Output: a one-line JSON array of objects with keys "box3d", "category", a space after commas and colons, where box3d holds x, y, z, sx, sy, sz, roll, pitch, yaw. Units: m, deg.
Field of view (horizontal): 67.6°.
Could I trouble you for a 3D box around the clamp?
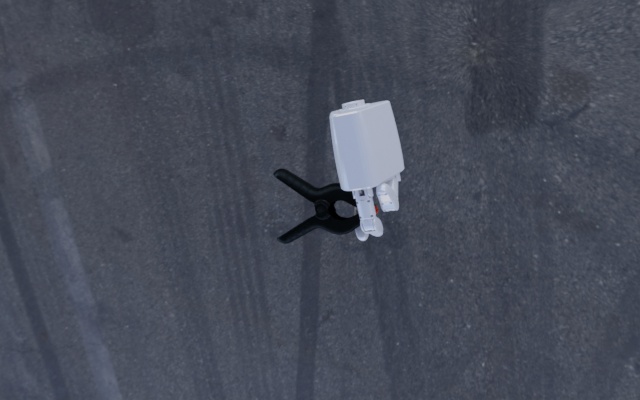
[{"box3d": [0.000, 0.003, 0.734, 0.171, 0.120, 0.039, -8, 14, 21], "category": "clamp"}]
